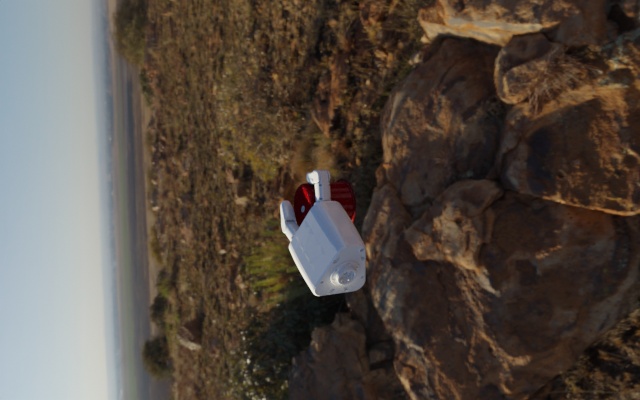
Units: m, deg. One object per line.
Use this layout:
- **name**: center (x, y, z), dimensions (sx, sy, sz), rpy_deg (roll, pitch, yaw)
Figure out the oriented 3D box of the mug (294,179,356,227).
- **mug**: center (-0.001, 0.002, 0.841), dimensions (0.081, 0.093, 0.117), rpy_deg (-3, 37, -26)
